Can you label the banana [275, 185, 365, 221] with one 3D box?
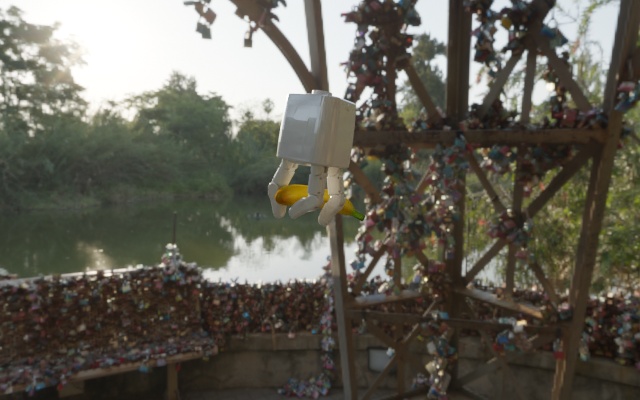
[{"bbox_3d":[-0.008,-0.002,0.820,0.198,0.037,0.069,11,10,-40],"label":"banana"}]
